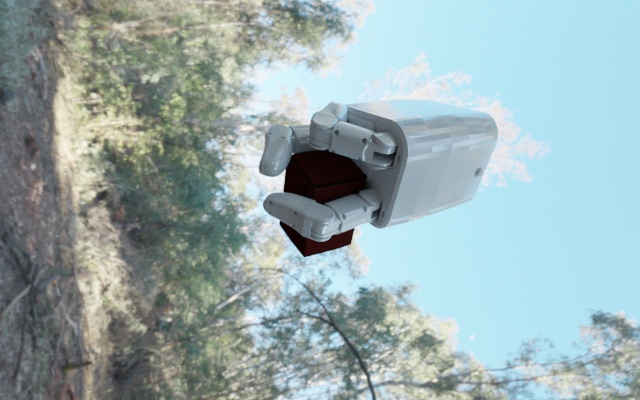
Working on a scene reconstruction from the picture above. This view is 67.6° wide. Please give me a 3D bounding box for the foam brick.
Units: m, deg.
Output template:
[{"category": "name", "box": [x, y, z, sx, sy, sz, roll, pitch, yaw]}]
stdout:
[{"category": "foam brick", "box": [0.000, 0.002, 0.420, 0.051, 0.078, 0.053, -12, 42, -28]}]
